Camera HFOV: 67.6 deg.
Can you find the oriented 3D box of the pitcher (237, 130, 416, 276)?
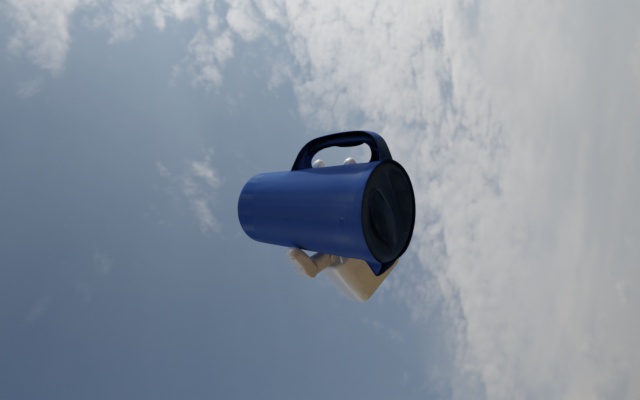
[{"bbox_3d":[0.000,0.002,0.671,0.243,0.149,0.145,1,-39,39],"label":"pitcher"}]
